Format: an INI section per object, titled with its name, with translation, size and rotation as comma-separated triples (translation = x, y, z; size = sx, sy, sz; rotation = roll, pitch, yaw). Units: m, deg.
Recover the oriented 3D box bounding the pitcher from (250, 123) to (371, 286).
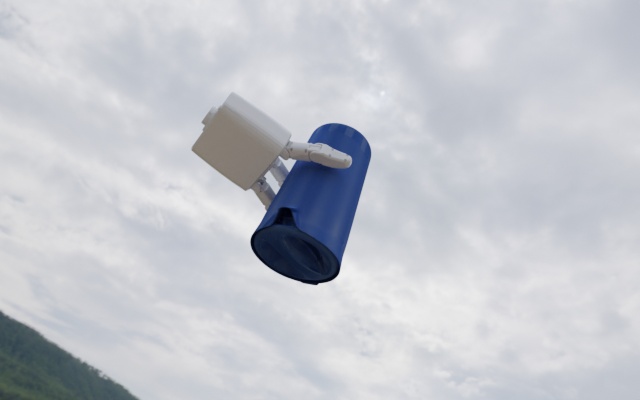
[pitcher]
translation = 0.000, 0.002, 0.739
size = 0.145, 0.242, 0.149
rotation = 35, -39, -14
